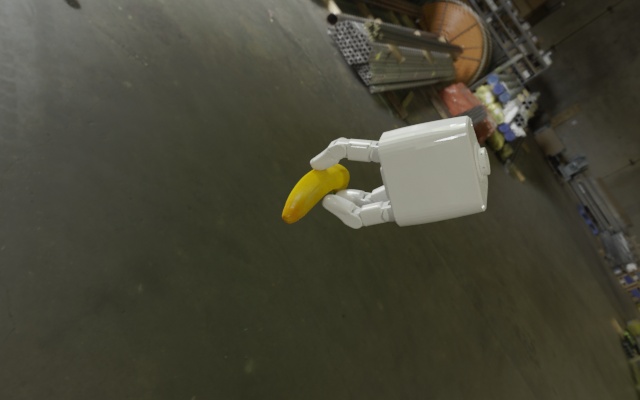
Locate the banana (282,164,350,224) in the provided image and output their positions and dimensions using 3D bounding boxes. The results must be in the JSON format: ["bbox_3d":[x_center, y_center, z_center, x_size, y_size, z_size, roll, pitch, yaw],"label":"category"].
[{"bbox_3d":[0.004,-0.016,0.655,0.037,0.069,0.198,12,12,20],"label":"banana"}]
